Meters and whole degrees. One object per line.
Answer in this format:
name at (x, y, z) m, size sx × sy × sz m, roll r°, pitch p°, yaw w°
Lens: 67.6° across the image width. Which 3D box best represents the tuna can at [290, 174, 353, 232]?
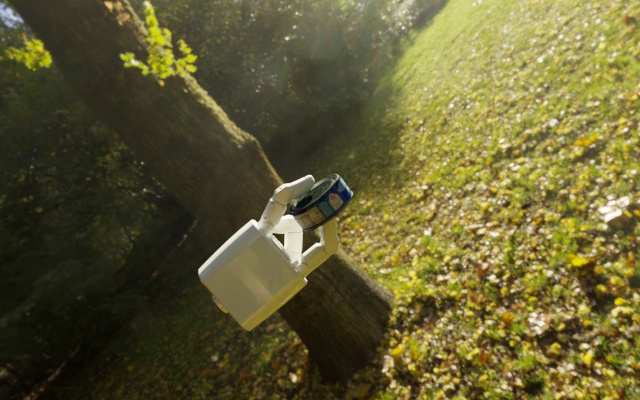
tuna can at (0.000, 0.002, 0.650) m, size 0.086 × 0.034 × 0.086 m, roll -35°, pitch 15°, yaw 10°
